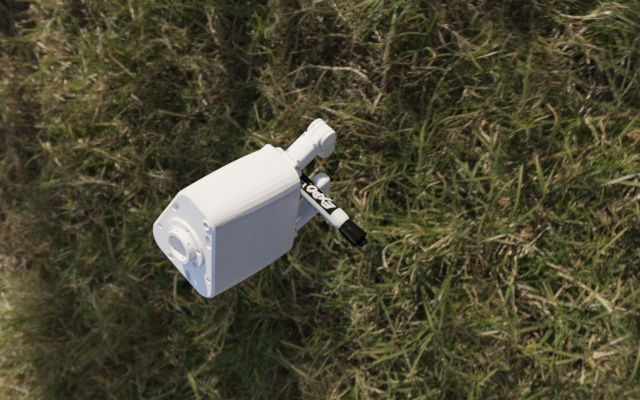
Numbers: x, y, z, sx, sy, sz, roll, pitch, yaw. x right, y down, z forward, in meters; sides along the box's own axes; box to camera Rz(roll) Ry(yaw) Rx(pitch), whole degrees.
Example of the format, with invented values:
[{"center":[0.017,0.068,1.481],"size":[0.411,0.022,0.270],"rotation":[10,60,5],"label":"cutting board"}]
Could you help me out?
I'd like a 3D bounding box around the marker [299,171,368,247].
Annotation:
[{"center":[0.000,0.002,0.471],"size":[0.121,0.020,0.020],"rotation":[44,14,15],"label":"marker"}]
